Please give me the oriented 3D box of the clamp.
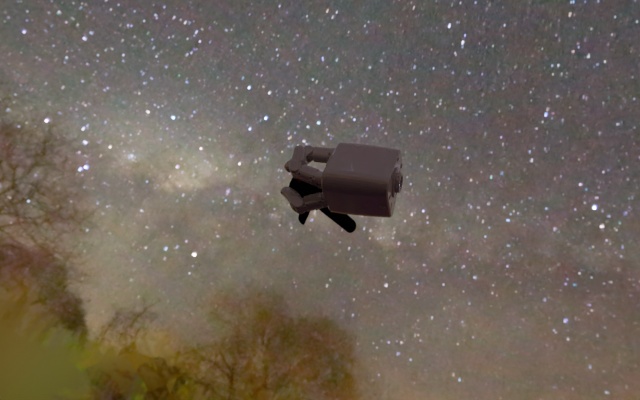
[{"bbox_3d":[0.000,0.002,0.858,0.120,0.039,0.172,8,-31,18],"label":"clamp"}]
